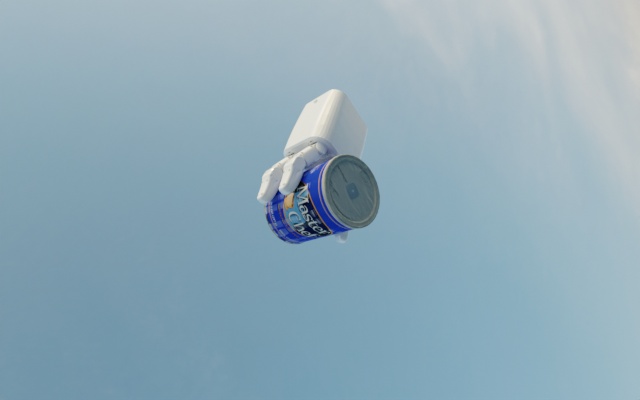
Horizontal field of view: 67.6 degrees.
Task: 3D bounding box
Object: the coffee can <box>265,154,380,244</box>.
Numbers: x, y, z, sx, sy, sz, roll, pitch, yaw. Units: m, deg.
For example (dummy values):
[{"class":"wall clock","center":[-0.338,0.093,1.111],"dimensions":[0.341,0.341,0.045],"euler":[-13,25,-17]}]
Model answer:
[{"class":"coffee can","center":[0.000,0.002,0.691],"dimensions":[0.103,0.103,0.140],"euler":[0,-13,-41]}]
